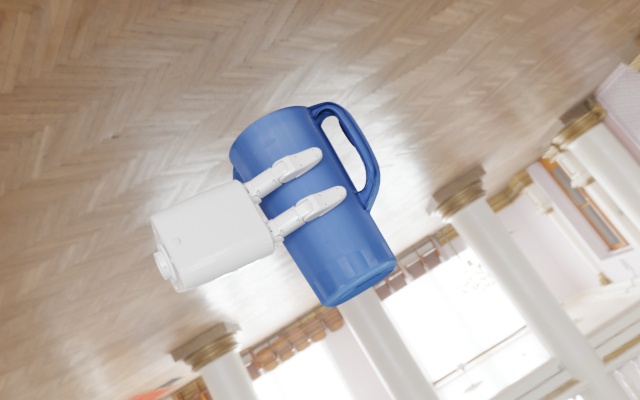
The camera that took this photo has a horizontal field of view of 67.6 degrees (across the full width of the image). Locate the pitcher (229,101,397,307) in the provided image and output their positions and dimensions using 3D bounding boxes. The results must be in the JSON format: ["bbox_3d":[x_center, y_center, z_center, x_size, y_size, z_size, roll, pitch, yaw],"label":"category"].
[{"bbox_3d":[0.000,0.002,0.614,0.145,0.242,0.149,-23,-19,-27],"label":"pitcher"}]
